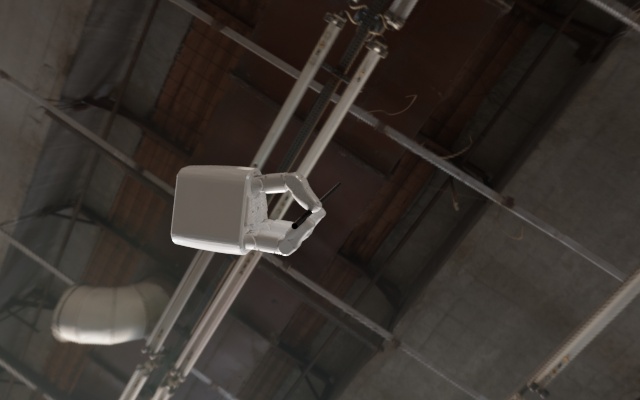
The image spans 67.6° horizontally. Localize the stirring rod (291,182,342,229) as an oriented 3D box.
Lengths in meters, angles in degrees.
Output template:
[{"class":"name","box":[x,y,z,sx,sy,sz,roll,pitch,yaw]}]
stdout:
[{"class":"stirring rod","box":[0.000,0.002,0.677,0.011,0.011,0.239,0,14,15]}]
